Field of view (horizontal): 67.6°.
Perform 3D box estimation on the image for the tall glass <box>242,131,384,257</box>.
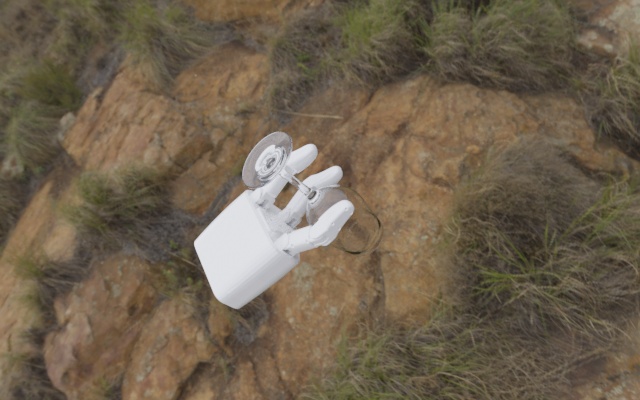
[{"bbox_3d":[0.000,0.002,0.592,0.079,0.079,0.201,0,-28,44],"label":"tall glass"}]
